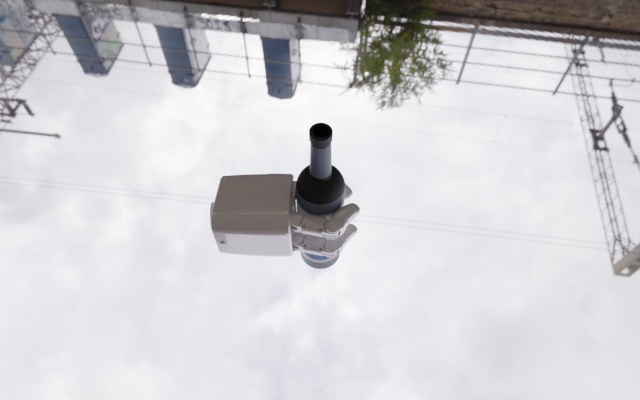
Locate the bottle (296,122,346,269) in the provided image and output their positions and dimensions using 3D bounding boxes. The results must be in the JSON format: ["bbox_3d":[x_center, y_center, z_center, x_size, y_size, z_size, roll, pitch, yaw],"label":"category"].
[{"bbox_3d":[0.000,0.002,0.665,0.069,0.069,0.296,0,-33,0],"label":"bottle"}]
